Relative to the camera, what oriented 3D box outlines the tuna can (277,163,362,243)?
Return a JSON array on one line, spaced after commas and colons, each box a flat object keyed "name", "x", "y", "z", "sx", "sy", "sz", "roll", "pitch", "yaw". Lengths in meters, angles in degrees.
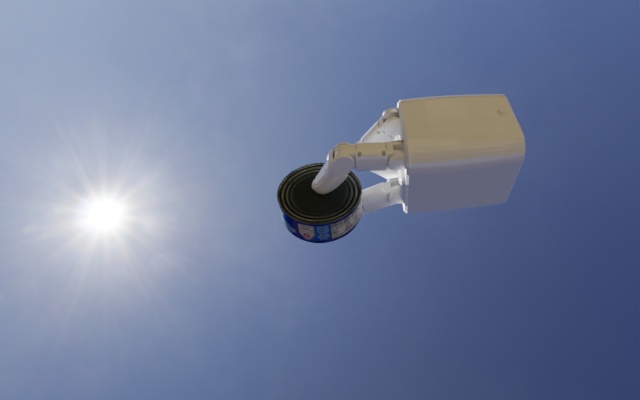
[{"name": "tuna can", "x": 0.000, "y": 0.002, "z": 0.492, "sx": 0.086, "sy": 0.086, "sz": 0.034, "roll": 0, "pitch": -43, "yaw": 7}]
